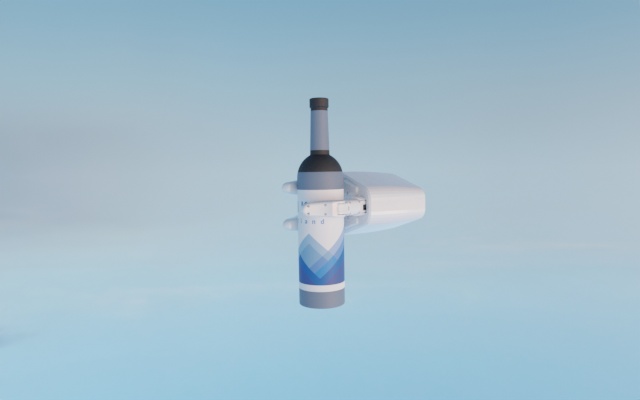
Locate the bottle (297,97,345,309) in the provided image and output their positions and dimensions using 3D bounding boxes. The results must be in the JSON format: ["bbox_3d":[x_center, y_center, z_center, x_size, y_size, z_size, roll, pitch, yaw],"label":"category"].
[{"bbox_3d":[0.000,0.003,0.687,0.069,0.296,0.069,-1,4,0],"label":"bottle"}]
